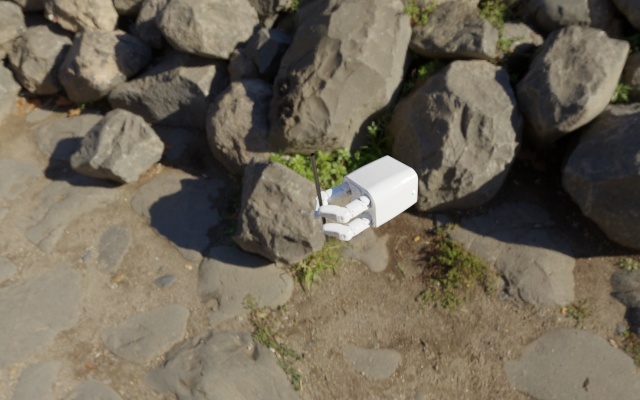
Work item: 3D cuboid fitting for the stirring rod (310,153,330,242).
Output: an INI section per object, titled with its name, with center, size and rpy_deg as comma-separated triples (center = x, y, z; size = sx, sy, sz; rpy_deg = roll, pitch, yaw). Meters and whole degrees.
[stirring rod]
center = 0.000, 0.003, 0.877
size = 0.011, 0.011, 0.240
rpy_deg = 0, -41, 9
